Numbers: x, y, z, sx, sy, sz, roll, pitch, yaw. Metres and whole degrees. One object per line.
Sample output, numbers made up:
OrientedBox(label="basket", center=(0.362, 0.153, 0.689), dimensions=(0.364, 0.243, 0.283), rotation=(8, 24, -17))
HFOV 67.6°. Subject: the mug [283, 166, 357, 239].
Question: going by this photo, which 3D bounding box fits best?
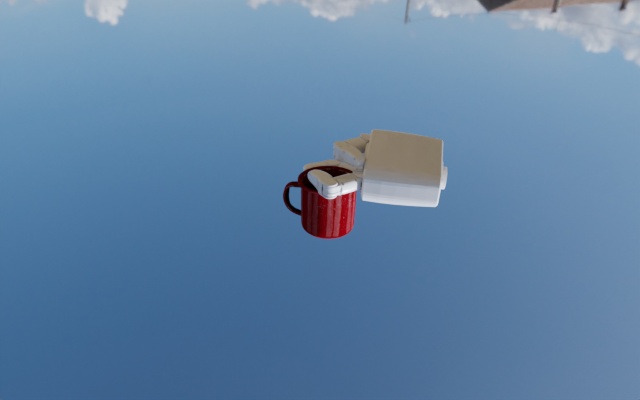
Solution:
OrientedBox(label="mug", center=(-0.001, 0.002, 0.719), dimensions=(0.117, 0.081, 0.093), rotation=(7, 30, 9))
